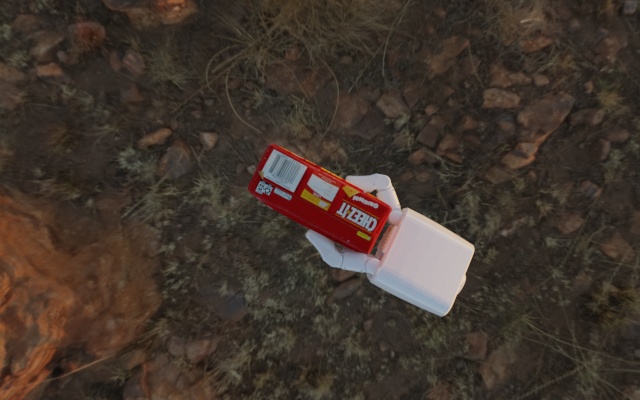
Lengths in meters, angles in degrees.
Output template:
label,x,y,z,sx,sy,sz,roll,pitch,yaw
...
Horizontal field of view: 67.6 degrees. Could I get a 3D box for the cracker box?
label,x,y,z,sx,sy,sz,roll,pitch,yaw
cracker box,0.000,0.002,0.653,0.164,0.072,0.214,28,-1,2
